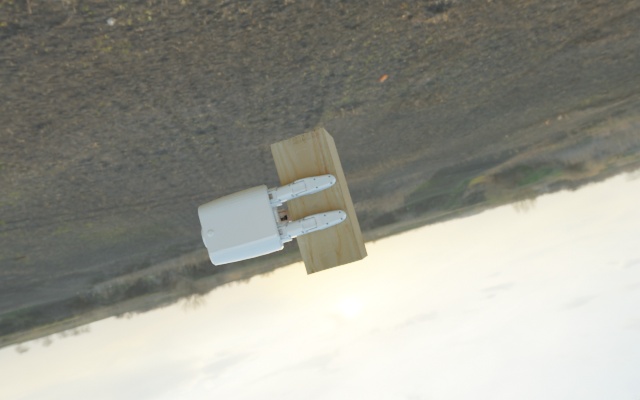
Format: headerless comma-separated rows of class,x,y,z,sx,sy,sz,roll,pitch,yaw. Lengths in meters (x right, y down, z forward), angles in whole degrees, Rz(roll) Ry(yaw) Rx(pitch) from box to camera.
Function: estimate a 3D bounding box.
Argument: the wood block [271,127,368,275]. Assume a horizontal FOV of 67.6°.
wood block,0.000,0.003,0.753,0.090,0.206,0.091,-17,-6,9
